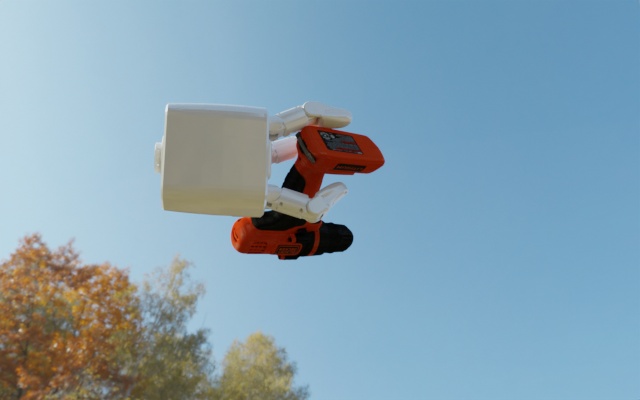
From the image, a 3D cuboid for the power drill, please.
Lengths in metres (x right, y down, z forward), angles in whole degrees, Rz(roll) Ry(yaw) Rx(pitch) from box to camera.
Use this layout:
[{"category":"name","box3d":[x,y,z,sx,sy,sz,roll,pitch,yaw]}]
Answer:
[{"category":"power drill","box3d":[0.000,0.002,0.598,0.184,0.188,0.057,3,42,-37]}]
